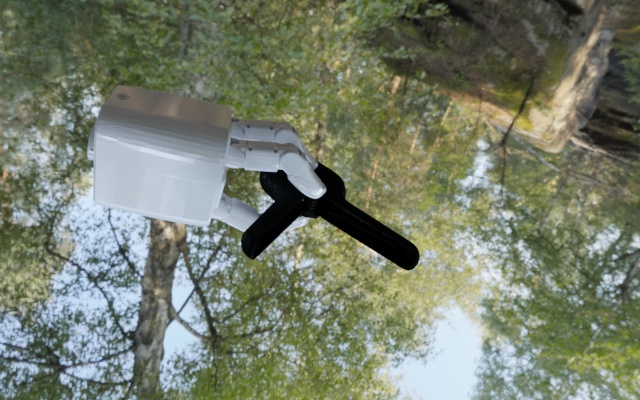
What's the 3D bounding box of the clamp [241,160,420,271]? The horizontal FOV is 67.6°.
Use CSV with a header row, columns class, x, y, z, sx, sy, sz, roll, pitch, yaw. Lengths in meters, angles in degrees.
class,x,y,z,sx,sy,sz,roll,pitch,yaw
clamp,0.000,0.002,0.484,0.164,0.036,0.209,11,27,-16
